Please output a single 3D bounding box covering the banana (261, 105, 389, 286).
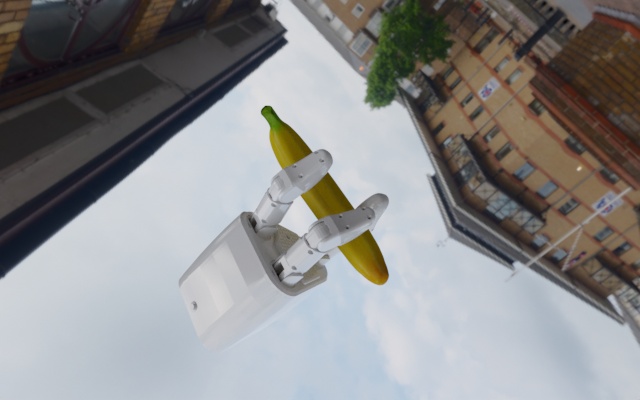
[{"bbox_3d":[0.002,-0.002,0.467,0.037,0.198,0.069,-37,-6,10],"label":"banana"}]
